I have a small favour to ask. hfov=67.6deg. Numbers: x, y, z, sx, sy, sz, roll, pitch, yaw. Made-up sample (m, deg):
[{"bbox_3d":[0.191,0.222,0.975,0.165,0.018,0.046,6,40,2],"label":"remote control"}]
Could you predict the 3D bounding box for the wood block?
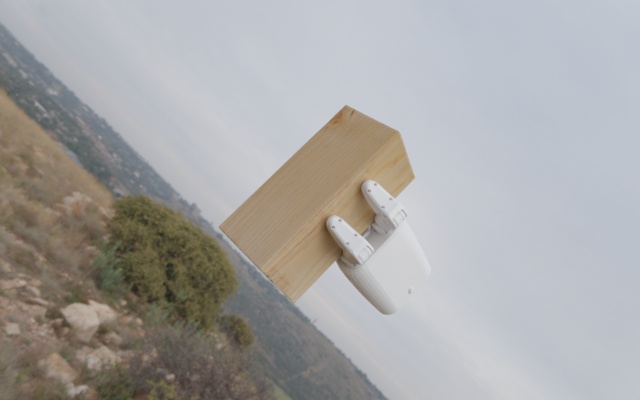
[{"bbox_3d":[0.000,0.002,0.550,0.090,0.206,0.090,36,-14,39],"label":"wood block"}]
